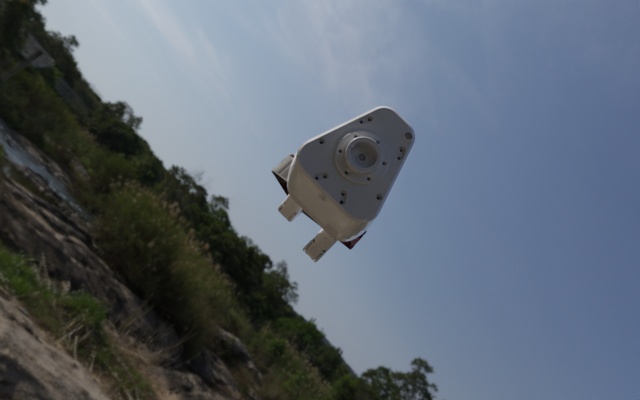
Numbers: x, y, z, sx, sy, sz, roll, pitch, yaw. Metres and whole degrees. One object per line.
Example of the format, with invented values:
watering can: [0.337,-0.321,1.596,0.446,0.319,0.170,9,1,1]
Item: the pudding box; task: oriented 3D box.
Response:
pudding box: [0.000,0.002,0.595,0.113,0.039,0.090,39,-14,31]
